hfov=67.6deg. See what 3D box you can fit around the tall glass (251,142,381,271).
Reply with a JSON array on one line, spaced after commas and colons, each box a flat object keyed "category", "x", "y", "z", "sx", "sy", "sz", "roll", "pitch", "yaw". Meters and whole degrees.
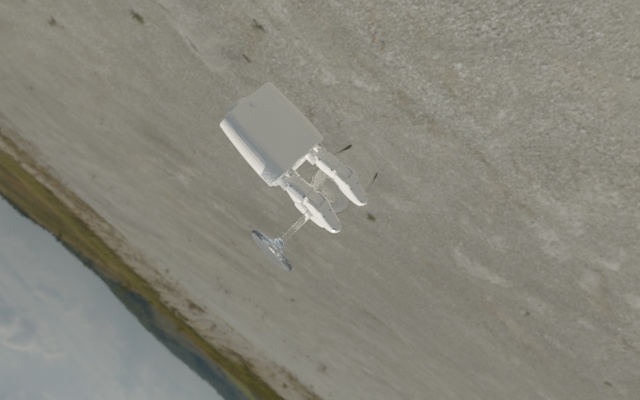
[{"category": "tall glass", "x": 0.000, "y": 0.003, "z": 0.671, "sx": 0.201, "sy": 0.079, "sz": 0.079, "roll": -44, "pitch": 19, "yaw": -21}]
